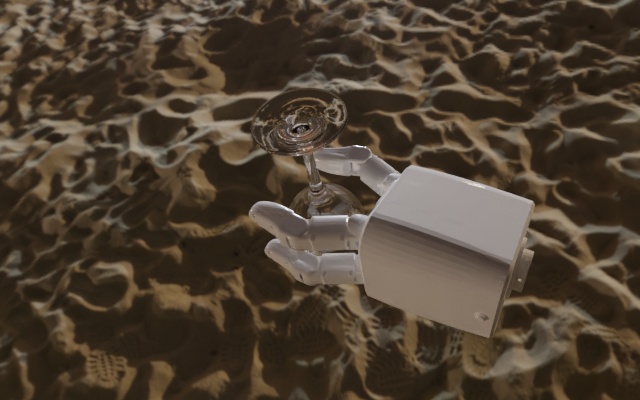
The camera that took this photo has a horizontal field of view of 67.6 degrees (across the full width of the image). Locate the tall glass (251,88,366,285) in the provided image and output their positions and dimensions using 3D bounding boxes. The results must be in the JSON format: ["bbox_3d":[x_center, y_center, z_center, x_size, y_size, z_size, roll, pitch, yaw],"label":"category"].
[{"bbox_3d":[0.000,0.001,0.433,0.079,0.079,0.201,0,-38,12],"label":"tall glass"}]
